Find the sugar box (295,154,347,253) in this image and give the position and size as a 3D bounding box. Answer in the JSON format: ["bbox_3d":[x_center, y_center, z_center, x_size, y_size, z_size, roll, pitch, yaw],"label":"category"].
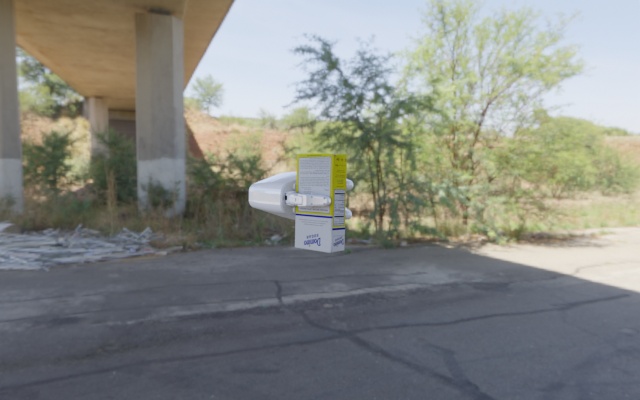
[{"bbox_3d":[0.000,0.003,0.873,0.093,0.176,0.048,4,6,42],"label":"sugar box"}]
